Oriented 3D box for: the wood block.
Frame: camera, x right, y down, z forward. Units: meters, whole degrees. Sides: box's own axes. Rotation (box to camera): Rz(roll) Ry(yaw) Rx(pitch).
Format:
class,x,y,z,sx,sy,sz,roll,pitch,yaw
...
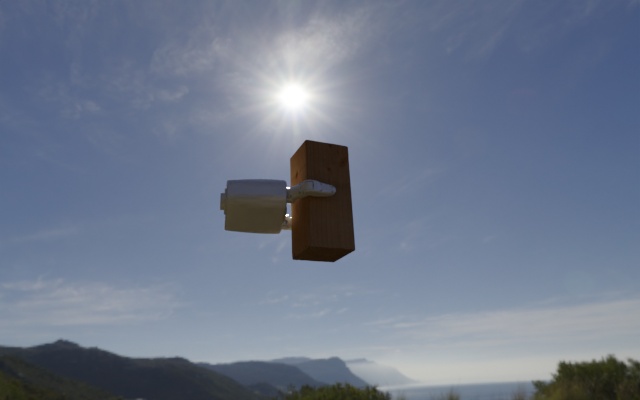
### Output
class,x,y,z,sx,sy,sz,roll,pitch,yaw
wood block,0.000,0.003,0.894,0.090,0.206,0.091,7,-23,-23
